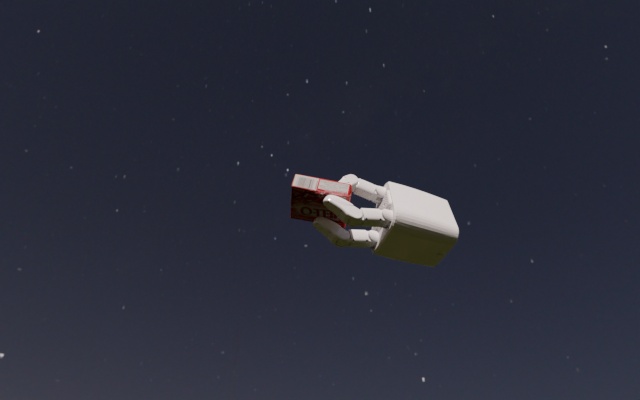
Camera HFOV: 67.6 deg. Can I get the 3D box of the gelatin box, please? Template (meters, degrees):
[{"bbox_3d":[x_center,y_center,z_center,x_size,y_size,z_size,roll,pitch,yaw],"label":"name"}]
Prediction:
[{"bbox_3d":[0.000,0.002,0.726,0.089,0.030,0.073,11,-42,5],"label":"gelatin box"}]
